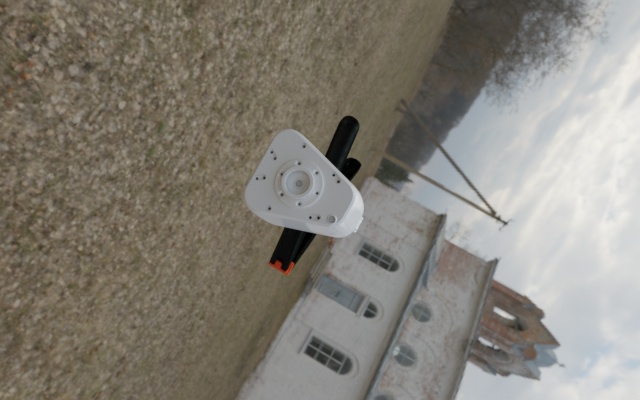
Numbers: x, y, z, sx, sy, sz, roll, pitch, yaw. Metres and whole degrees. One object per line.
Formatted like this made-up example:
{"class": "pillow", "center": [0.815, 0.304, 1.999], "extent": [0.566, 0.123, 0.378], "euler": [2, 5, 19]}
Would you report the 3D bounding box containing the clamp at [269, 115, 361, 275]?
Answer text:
{"class": "clamp", "center": [0.000, 0.003, 0.641], "extent": [0.036, 0.210, 0.164], "euler": [29, -3, 13]}
